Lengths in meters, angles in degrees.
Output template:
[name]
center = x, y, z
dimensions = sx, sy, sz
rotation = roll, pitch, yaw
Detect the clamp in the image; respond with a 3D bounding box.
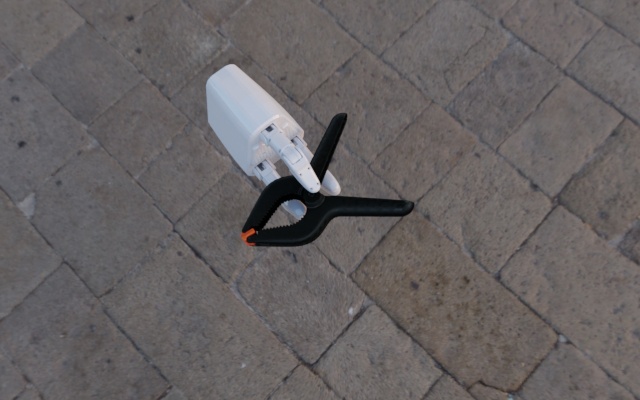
[clamp]
center = -0.001, 0.002, 0.599
dimensions = 0.210, 0.164, 0.036
rotation = -38, -20, -9
